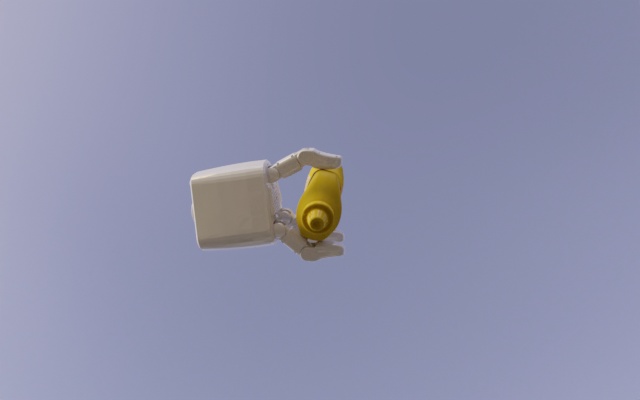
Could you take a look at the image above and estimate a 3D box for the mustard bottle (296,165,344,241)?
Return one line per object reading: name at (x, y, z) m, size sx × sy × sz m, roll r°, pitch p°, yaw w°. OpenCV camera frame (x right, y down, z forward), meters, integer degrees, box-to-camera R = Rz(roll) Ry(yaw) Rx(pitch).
mustard bottle at (0.000, 0.002, 0.660) m, size 0.058 × 0.096 × 0.191 m, roll 16°, pitch 16°, yaw -1°
